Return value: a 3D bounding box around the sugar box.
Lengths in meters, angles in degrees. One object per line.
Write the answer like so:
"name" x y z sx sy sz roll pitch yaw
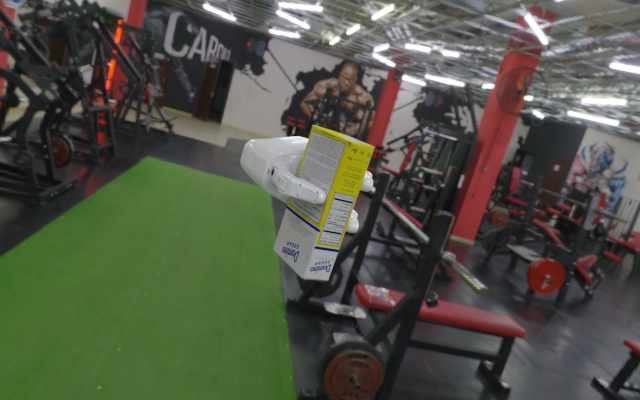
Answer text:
"sugar box" 0.001 0.002 0.601 0.048 0.176 0.093 9 14 -32
